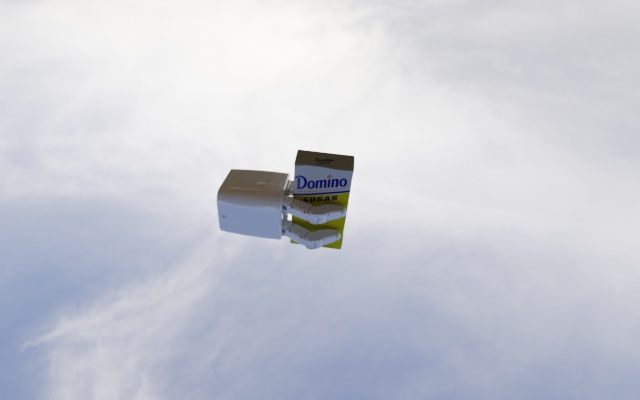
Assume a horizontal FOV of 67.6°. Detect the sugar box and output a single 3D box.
[{"bbox_3d":[0.000,0.003,0.787,0.093,0.176,0.048,6,44,1],"label":"sugar box"}]
